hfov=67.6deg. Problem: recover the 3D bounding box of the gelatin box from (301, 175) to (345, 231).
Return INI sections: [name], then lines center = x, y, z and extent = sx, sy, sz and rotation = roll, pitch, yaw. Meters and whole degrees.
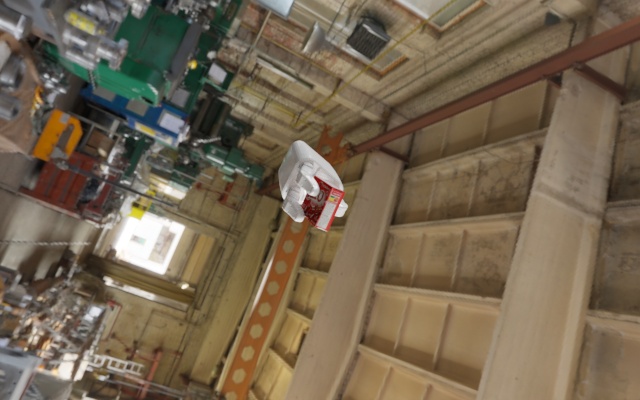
[gelatin box]
center = 0.001, 0.003, 0.822
extent = 0.030, 0.073, 0.089
rotation = 21, 8, -26
